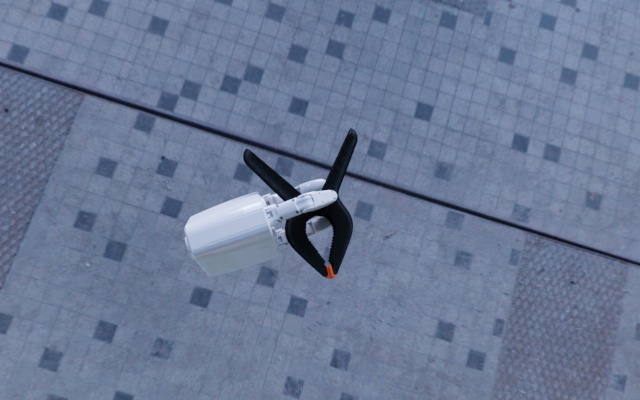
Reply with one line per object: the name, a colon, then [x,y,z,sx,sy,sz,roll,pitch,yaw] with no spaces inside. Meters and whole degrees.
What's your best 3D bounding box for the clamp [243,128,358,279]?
clamp: [0.000,0.003,0.667,0.164,0.210,0.036,-19,-7,-6]
